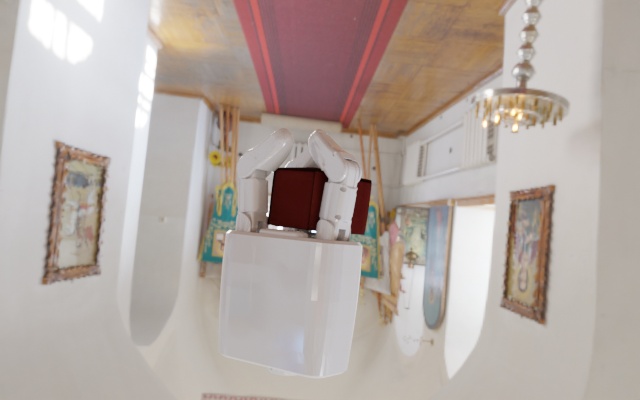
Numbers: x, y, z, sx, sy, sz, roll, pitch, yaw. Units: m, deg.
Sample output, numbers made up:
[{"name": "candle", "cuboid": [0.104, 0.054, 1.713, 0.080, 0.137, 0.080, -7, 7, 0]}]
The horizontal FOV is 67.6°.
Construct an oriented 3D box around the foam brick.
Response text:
[{"name": "foam brick", "cuboid": [0.000, 0.001, 0.425, 0.053, 0.051, 0.078, 3, -4, 44]}]
